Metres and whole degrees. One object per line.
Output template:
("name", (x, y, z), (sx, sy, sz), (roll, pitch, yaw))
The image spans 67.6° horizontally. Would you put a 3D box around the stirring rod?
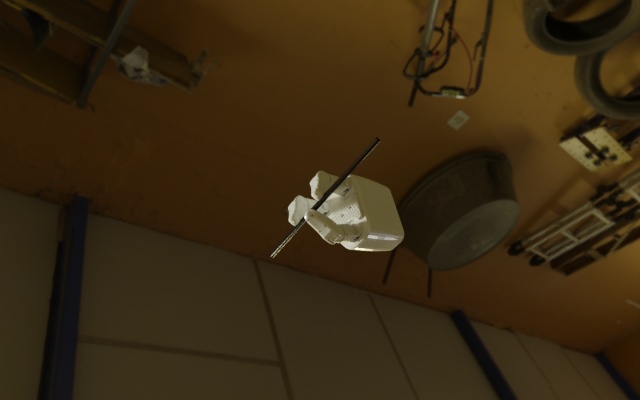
("stirring rod", (0.000, 0.002, 0.661), (0.240, 0.011, 0.011), (-48, -25, 25))
